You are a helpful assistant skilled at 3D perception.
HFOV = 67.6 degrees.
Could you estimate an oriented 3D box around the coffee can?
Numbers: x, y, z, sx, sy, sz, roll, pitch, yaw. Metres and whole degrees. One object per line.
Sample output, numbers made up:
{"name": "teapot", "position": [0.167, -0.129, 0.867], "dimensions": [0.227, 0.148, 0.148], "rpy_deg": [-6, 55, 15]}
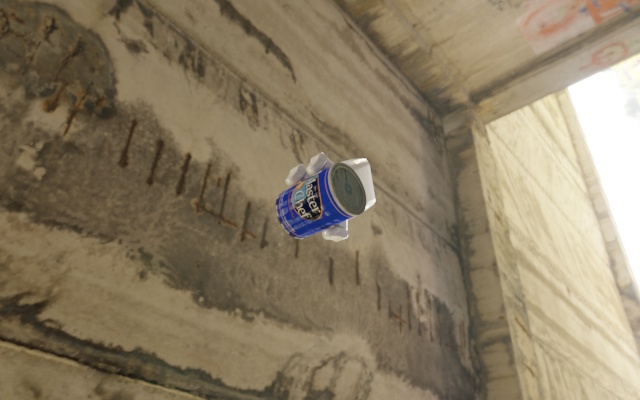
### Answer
{"name": "coffee can", "position": [0.000, 0.003, 0.895], "dimensions": [0.140, 0.102, 0.103], "rpy_deg": [-25, -15, 35]}
